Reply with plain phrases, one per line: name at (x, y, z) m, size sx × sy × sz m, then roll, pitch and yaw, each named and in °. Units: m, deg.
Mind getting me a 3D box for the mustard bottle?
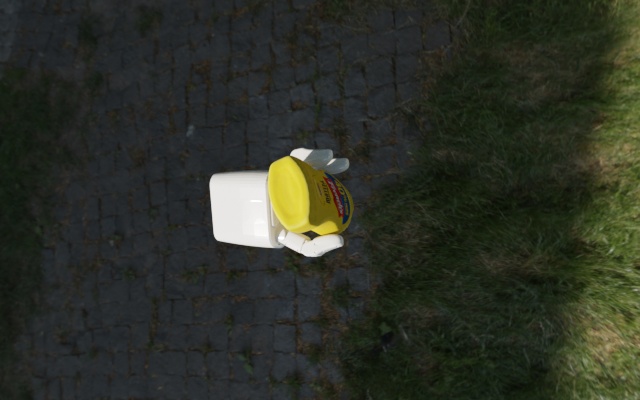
mustard bottle at (0.000, 0.002, 0.677) m, size 0.058 × 0.096 × 0.191 m, roll -24°, pitch -17°, yaw 21°
